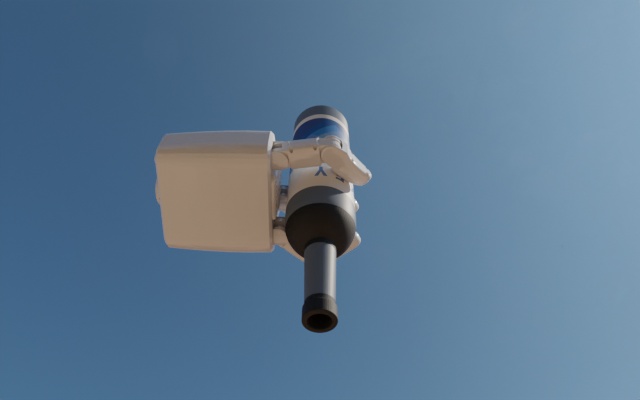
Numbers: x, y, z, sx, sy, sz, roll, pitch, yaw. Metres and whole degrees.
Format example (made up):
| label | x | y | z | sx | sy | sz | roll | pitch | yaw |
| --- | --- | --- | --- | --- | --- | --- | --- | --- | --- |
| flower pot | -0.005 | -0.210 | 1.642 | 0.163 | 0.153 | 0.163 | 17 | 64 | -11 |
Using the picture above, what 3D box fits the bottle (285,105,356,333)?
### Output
| label | x | y | z | sx | sy | sz | roll | pitch | yaw |
| --- | --- | --- | --- | --- | --- | --- | --- | --- | --- |
| bottle | 0.000 | 0.001 | 0.472 | 0.069 | 0.069 | 0.295 | 0 | 37 | 0 |
